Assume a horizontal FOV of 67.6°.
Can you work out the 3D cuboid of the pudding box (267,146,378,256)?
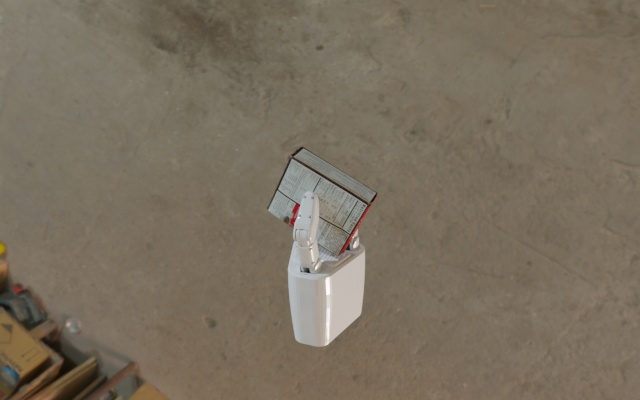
[{"bbox_3d":[0.000,0.002,0.585,0.113,0.090,0.039,31,31,5],"label":"pudding box"}]
